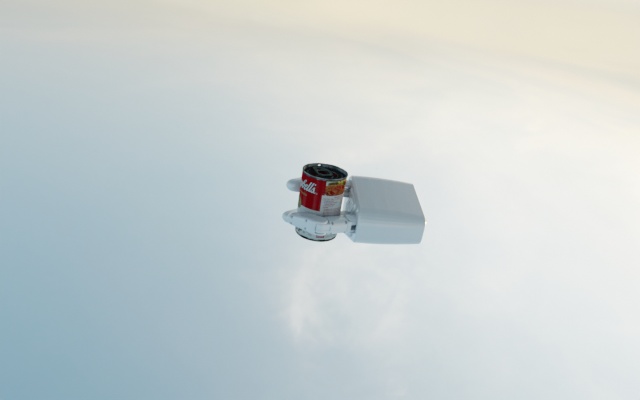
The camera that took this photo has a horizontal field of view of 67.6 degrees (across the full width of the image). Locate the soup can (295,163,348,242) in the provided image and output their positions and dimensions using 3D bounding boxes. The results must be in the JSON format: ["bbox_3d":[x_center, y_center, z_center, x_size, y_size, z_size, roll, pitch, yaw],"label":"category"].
[{"bbox_3d":[0.000,0.003,0.718,0.068,0.102,0.068,8,23,-3],"label":"soup can"}]
